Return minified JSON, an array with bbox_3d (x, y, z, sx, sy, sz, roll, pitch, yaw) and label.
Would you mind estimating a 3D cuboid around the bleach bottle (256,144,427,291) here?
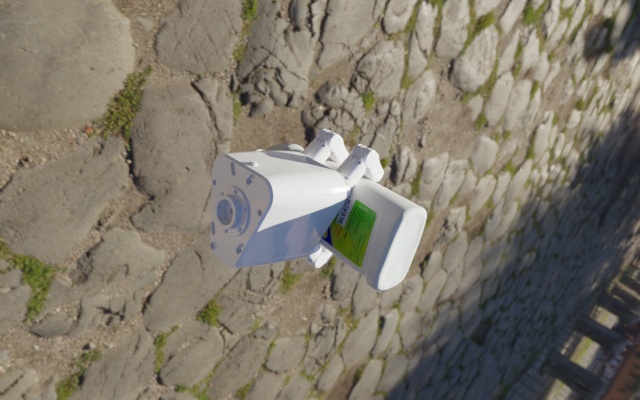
[{"bbox_3d":[0.000,0.002,0.579,0.250,0.102,0.068,30,21,36],"label":"bleach bottle"}]
